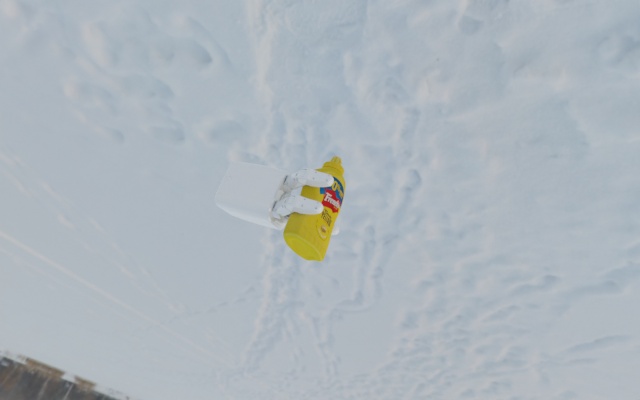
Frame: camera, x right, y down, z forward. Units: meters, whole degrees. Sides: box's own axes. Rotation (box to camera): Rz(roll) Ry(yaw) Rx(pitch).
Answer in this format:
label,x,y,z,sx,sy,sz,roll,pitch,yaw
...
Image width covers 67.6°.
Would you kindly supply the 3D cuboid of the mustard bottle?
label,x,y,z,sx,sy,sz,roll,pitch,yaw
mustard bottle,0.000,0.003,0.832,0.058,0.191,0.096,0,-34,34
